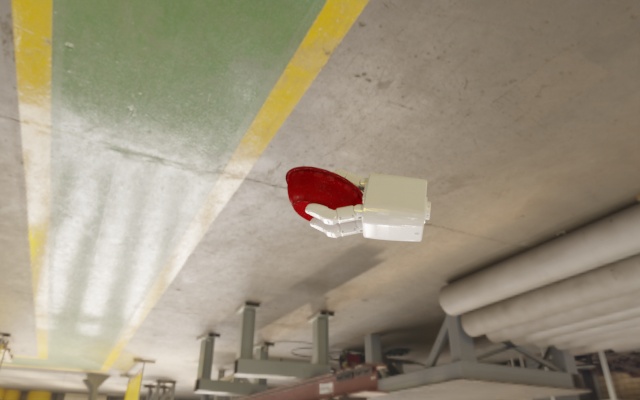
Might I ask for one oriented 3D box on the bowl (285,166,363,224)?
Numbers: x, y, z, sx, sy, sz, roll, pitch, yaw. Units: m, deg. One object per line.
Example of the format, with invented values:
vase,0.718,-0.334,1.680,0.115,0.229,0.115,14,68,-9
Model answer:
bowl,-0.001,0.003,0.900,0.162,0.055,0.162,18,-25,8
